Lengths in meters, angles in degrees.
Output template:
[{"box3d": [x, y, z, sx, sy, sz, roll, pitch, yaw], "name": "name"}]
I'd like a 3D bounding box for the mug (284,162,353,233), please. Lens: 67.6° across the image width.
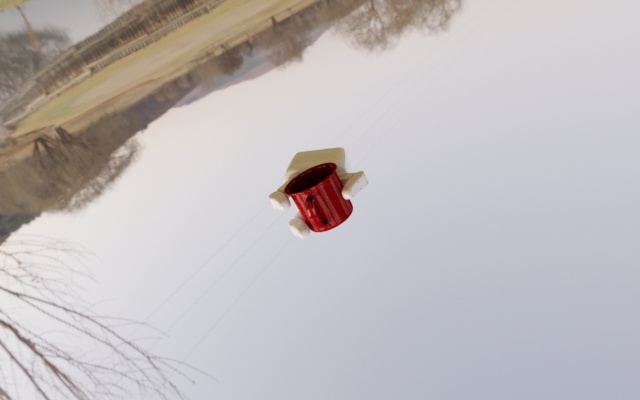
[{"box3d": [0.000, 0.003, 0.756, 0.093, 0.081, 0.117, -22, 22, 16], "name": "mug"}]
